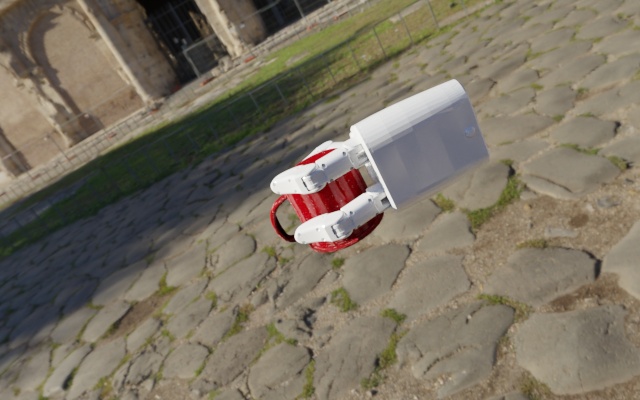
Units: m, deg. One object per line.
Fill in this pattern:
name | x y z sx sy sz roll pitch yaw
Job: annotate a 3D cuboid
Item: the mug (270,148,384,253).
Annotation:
mug | -0.001 0.002 0.520 0.117 0.081 0.093 -27 22 4
